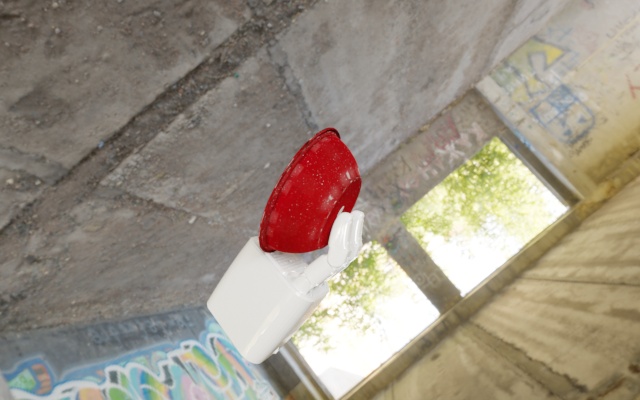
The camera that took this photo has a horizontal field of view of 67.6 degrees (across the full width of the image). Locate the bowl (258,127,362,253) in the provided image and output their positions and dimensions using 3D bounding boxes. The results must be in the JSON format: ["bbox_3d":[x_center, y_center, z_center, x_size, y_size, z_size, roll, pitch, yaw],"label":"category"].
[{"bbox_3d":[0.001,0.001,0.537,0.055,0.162,0.162,30,9,16],"label":"bowl"}]
